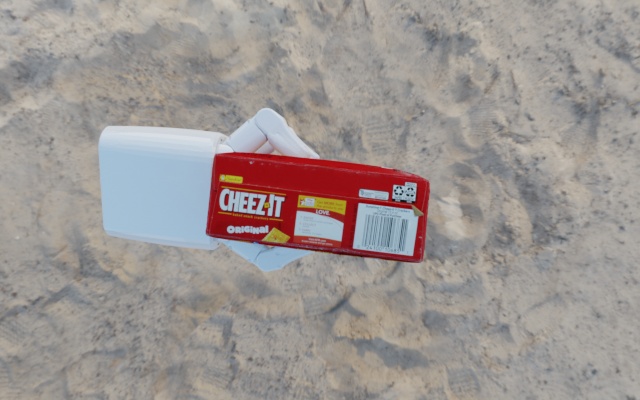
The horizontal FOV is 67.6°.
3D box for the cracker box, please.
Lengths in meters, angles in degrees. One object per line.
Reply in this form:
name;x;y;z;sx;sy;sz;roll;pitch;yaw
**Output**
cracker box;0.000;0.002;0.453;0.164;0.072;0.213;7;2;1
